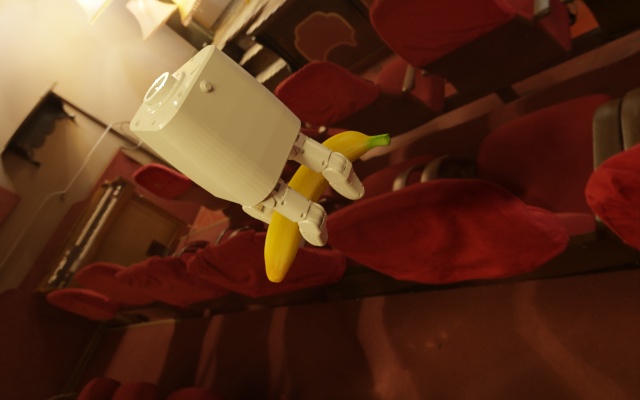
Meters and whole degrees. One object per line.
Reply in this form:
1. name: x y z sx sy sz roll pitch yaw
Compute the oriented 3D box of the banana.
1. banana: -0.009 -0.007 0.513 0.069 0.198 0.037 27 -13 50
